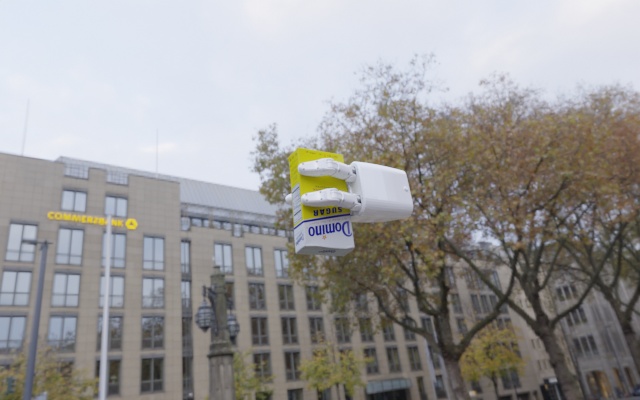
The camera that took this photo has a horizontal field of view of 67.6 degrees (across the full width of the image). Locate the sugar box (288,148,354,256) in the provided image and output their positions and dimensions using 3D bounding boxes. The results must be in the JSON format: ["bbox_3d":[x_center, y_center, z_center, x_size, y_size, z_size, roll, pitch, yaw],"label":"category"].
[{"bbox_3d":[0.000,0.002,0.800,0.093,0.176,0.048,5,-27,-27],"label":"sugar box"}]
